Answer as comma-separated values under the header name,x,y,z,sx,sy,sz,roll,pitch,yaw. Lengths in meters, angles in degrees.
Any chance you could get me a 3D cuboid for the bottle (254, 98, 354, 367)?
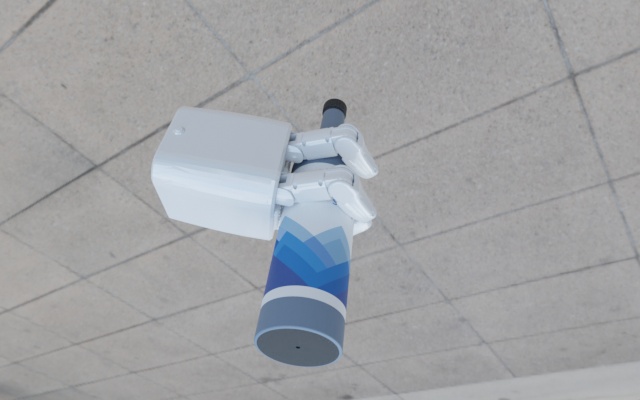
name,x,y,z,sx,sy,sz,roll,pitch,yaw
bottle,0.000,0.002,0.451,0.069,0.295,0.069,5,-42,4
